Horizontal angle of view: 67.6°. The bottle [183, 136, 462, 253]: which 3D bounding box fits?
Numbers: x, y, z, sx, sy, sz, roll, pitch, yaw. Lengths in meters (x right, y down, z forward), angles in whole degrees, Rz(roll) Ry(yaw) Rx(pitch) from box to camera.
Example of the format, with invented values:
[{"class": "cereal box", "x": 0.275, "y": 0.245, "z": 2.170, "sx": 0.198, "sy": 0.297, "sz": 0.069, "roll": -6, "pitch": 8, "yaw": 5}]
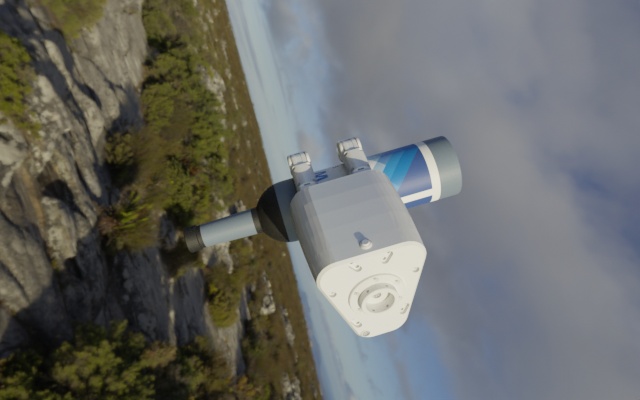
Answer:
[{"class": "bottle", "x": 0.000, "y": 0.002, "z": 0.516, "sx": 0.296, "sy": 0.069, "sz": 0.069, "roll": -16, "pitch": 1, "yaw": -4}]
